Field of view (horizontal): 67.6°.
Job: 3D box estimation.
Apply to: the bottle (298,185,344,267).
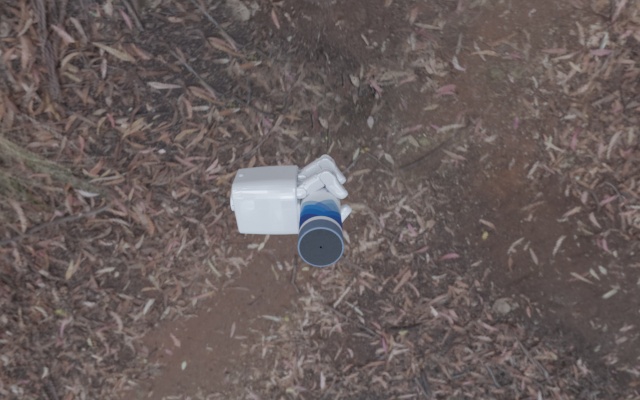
[{"bbox_3d":[0.000,0.003,0.811,0.069,0.069,0.295,0,26,0],"label":"bottle"}]
